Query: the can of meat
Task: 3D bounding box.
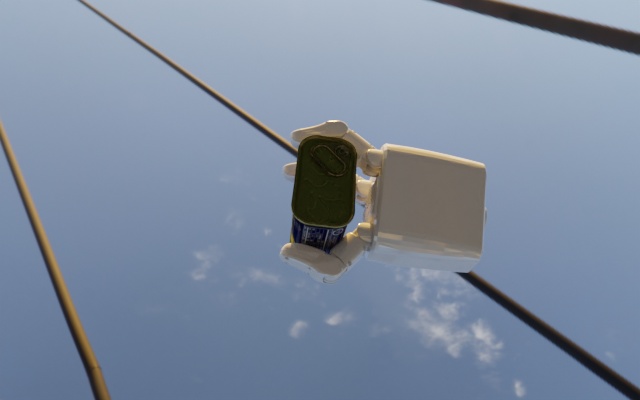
[{"bbox_3d":[0.000,0.002,0.474,0.057,0.102,0.084,7,-33,-3],"label":"can of meat"}]
